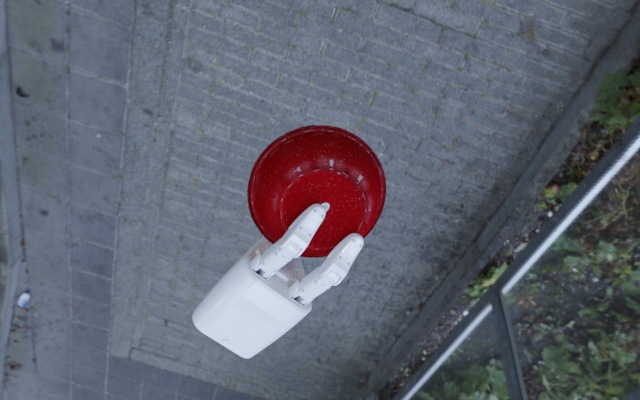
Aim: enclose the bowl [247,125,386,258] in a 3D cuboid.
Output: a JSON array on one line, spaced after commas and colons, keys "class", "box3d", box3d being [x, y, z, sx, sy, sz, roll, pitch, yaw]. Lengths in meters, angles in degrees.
[{"class": "bowl", "box3d": [0.001, 0.001, 0.526, 0.162, 0.162, 0.055, 0, 20, -8]}]
